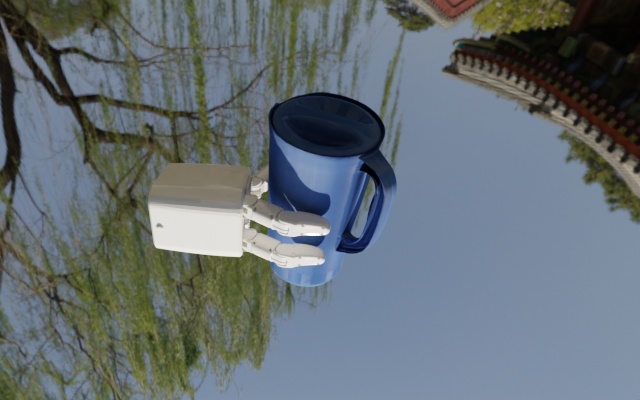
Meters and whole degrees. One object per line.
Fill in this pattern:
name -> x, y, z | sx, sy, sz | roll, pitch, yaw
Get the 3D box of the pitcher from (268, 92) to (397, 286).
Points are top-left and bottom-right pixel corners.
pitcher -> 0.000, 0.002, 0.605 | 0.145, 0.243, 0.149 | 5, 41, -5
